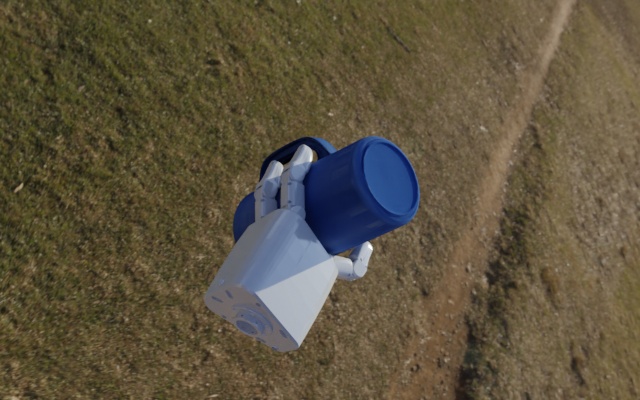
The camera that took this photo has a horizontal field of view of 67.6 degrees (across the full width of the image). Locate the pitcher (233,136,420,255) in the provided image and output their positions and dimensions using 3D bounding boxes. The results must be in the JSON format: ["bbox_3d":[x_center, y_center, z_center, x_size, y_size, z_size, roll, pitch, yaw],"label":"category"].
[{"bbox_3d":[0.000,0.002,0.613,0.243,0.149,0.145,-26,25,46],"label":"pitcher"}]
